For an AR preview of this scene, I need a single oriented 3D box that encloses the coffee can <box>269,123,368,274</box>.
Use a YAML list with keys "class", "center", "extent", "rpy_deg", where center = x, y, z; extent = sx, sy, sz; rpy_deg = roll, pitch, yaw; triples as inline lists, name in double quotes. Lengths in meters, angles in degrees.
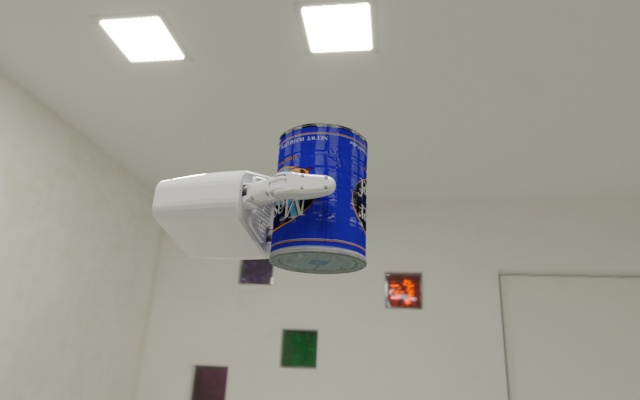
- class: "coffee can"
  center: [0.000, 0.002, 0.524]
  extent: [0.103, 0.140, 0.103]
  rpy_deg: [2, -20, 1]
